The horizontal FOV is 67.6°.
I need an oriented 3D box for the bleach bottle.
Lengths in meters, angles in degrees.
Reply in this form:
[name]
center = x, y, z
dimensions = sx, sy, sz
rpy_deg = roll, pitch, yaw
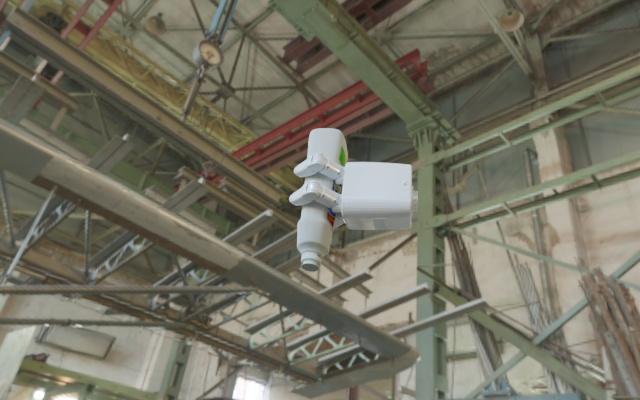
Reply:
[bleach bottle]
center = 0.000, 0.003, 0.797
dimensions = 0.068, 0.250, 0.103
rpy_deg = 2, -34, 10
